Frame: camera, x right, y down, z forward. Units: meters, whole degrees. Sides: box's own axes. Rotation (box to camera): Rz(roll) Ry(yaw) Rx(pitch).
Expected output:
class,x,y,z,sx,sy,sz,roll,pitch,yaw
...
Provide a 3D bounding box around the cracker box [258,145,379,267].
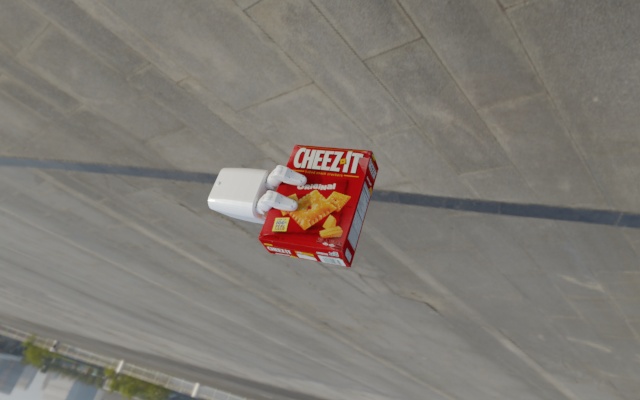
class,x,y,z,sx,sy,sz,roll,pitch,yaw
cracker box,0.000,0.003,0.884,0.164,0.213,0.072,7,-28,22
